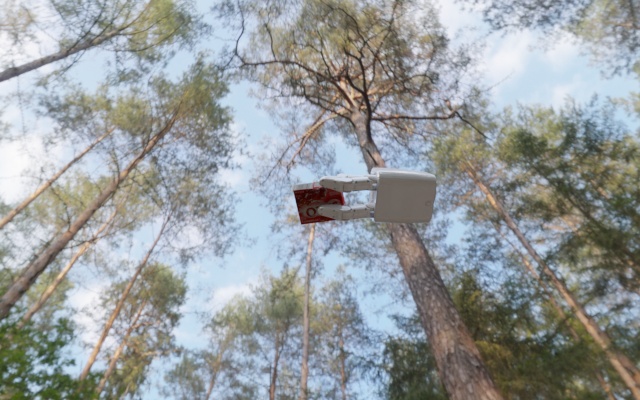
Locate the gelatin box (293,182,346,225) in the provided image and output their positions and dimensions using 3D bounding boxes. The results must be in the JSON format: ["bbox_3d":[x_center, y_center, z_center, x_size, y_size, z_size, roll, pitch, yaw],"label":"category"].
[{"bbox_3d":[0.000,0.003,0.885,0.089,0.073,0.030,-7,27,9],"label":"gelatin box"}]
